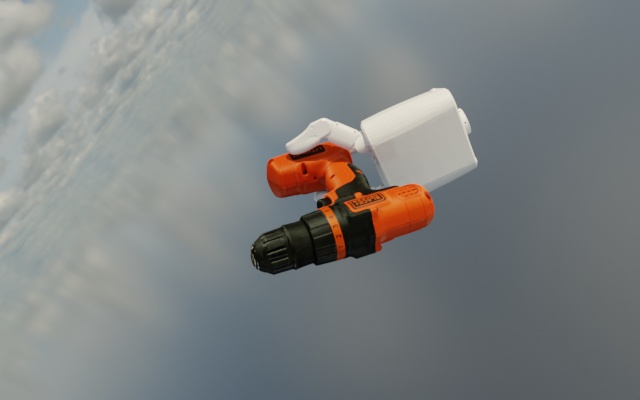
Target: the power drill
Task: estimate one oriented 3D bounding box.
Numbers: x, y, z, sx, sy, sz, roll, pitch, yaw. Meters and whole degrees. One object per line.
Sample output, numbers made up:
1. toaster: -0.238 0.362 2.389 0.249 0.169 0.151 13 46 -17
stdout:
1. power drill: 0.000 0.001 0.515 0.184 0.057 0.187 -15 30 -14
